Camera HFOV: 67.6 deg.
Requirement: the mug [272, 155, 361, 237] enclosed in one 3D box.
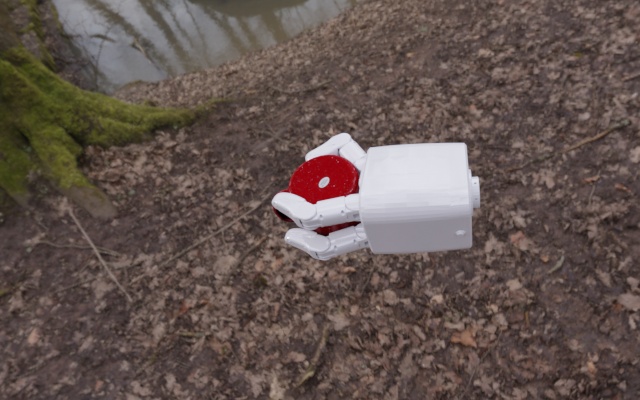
[{"bbox_3d":[-0.001,0.002,0.561,0.117,0.093,0.082,-4,-37,15],"label":"mug"}]
